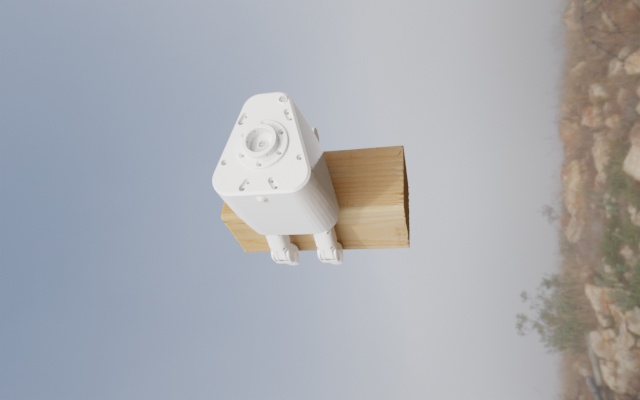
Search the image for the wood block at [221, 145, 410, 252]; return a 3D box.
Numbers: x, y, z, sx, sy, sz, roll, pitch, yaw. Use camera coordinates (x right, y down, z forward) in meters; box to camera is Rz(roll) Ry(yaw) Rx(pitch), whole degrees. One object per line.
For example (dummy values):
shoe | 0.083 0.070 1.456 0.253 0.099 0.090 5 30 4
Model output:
wood block | 0.000 0.001 0.574 0.206 0.090 0.090 -3 -35 14
